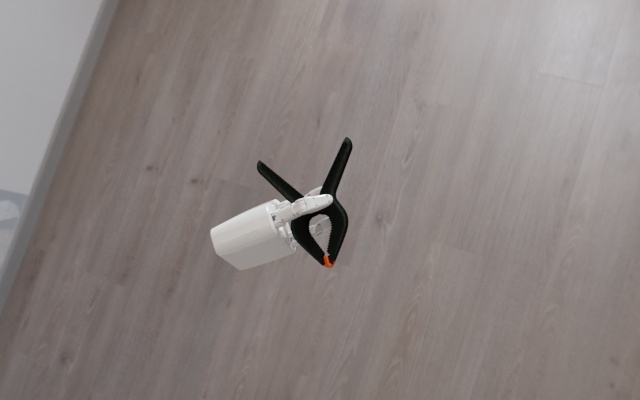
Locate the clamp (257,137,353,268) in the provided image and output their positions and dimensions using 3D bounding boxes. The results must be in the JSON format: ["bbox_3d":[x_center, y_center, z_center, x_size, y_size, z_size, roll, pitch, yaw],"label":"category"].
[{"bbox_3d":[0.000,0.003,0.778,0.164,0.210,0.036,-21,-13,6],"label":"clamp"}]
